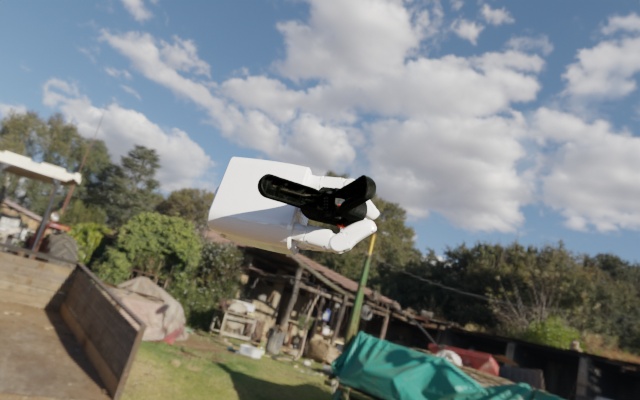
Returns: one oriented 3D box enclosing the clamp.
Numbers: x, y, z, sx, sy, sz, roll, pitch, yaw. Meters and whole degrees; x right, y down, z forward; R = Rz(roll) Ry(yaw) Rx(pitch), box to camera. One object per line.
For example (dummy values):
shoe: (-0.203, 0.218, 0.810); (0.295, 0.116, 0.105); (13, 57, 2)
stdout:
clamp: (0.000, 0.001, 0.541); (0.120, 0.039, 0.171); (9, -15, 7)
